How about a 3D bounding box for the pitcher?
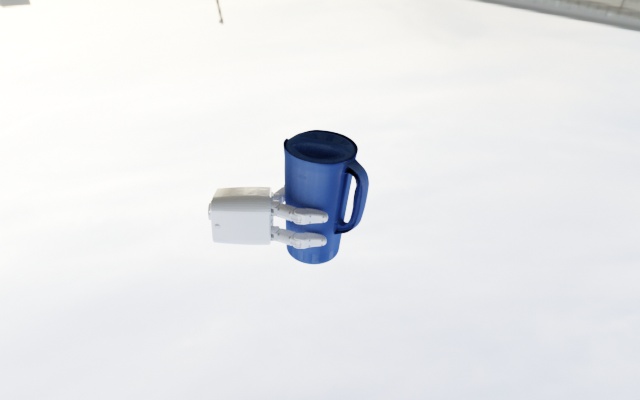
[{"bbox_3d":[0.000,0.003,0.896,0.145,0.243,0.149,0,33,-7],"label":"pitcher"}]
